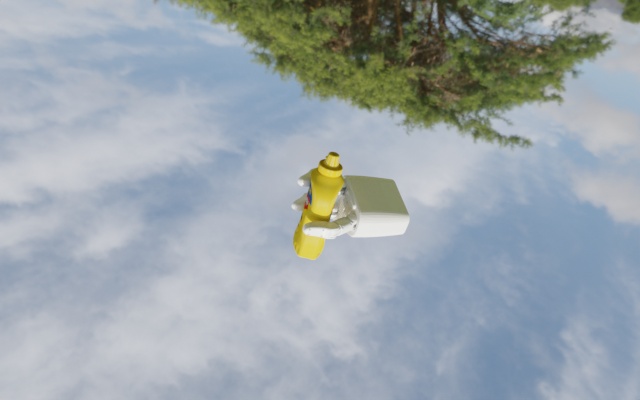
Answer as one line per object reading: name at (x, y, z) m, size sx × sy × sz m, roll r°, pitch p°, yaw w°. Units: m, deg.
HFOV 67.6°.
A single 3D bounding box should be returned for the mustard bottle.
mustard bottle at (0.000, 0.003, 0.828) m, size 0.058 × 0.192 × 0.096 m, roll 15°, pitch 31°, yaw -4°
